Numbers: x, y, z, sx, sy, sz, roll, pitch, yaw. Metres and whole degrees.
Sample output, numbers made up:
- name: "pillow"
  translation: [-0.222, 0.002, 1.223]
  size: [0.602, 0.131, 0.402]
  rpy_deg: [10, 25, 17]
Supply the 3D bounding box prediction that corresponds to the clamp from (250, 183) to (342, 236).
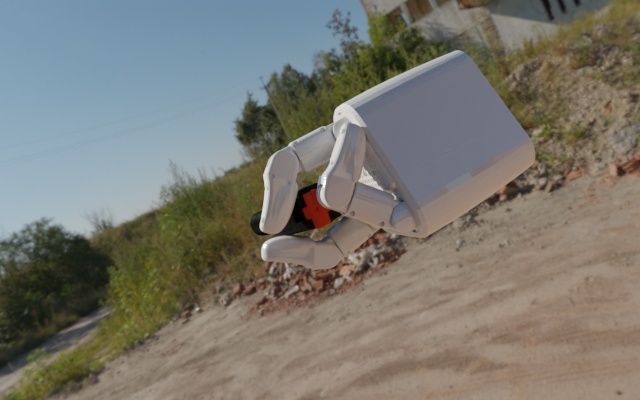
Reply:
- name: "clamp"
  translation: [0.000, 0.001, 0.424]
  size: [0.120, 0.039, 0.171]
  rpy_deg: [-29, 6, -12]
